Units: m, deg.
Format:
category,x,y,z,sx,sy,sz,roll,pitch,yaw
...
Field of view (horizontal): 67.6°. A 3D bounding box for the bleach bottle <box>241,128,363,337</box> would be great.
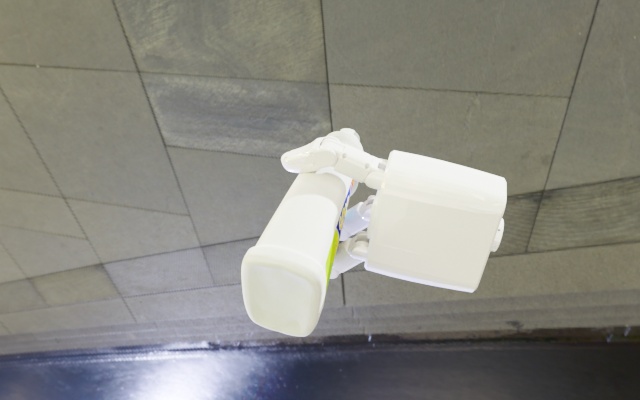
category,x,y,z,sx,sy,sz,roll,pitch,yaw
bleach bottle,0.000,0.002,0.473,0.068,0.103,0.250,14,44,8
